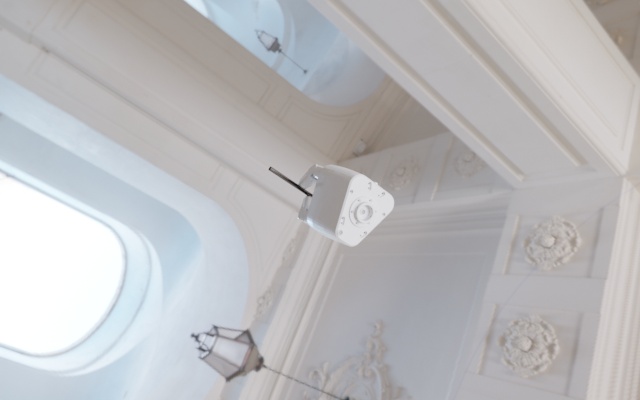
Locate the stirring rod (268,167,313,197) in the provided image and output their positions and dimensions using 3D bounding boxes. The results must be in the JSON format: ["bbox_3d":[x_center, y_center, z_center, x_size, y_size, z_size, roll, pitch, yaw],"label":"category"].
[{"bbox_3d":[0.000,0.003,0.895,0.239,0.011,0.011,34,-17,-27],"label":"stirring rod"}]
